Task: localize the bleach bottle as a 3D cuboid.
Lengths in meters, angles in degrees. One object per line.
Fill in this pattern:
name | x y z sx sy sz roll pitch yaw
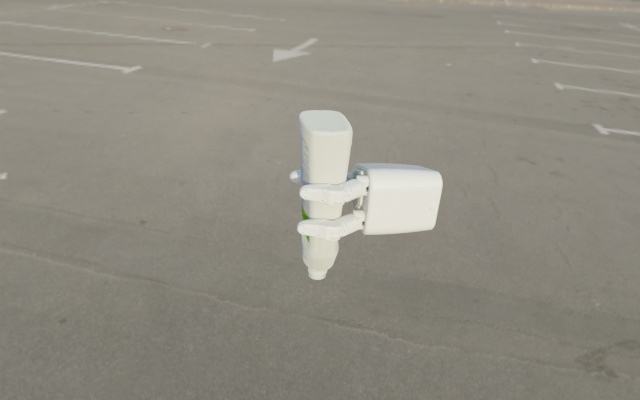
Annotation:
bleach bottle | 0.000 0.002 0.705 0.068 0.251 0.102 -2 28 -10
